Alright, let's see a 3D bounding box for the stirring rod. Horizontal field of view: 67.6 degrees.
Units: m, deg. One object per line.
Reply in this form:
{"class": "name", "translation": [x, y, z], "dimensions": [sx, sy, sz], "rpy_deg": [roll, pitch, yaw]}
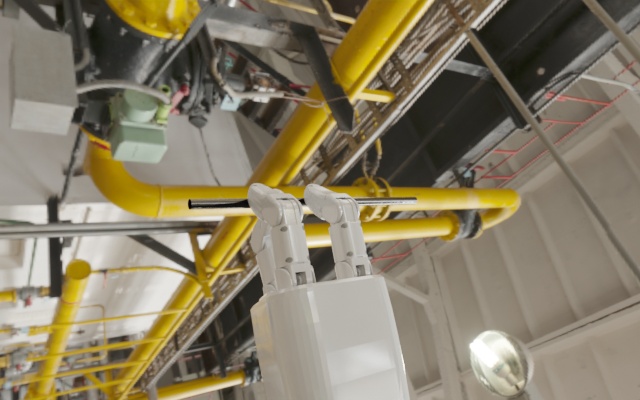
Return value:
{"class": "stirring rod", "translation": [0.000, 0.001, 0.426], "dimensions": [0.239, 0.011, 0.011], "rpy_deg": [-1, 0, -36]}
